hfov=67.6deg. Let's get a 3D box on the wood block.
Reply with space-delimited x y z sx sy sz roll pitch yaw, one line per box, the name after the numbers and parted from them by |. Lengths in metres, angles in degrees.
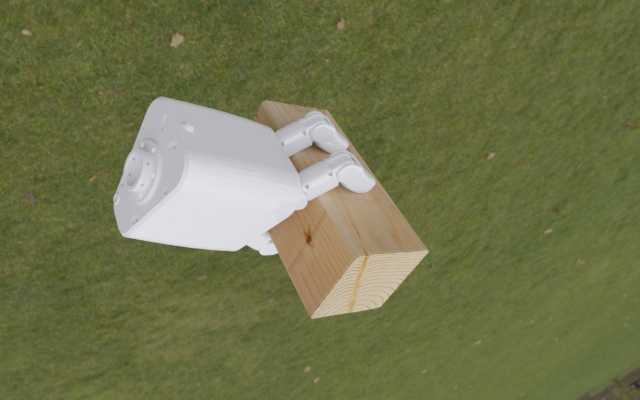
0.000 0.002 0.479 0.090 0.206 0.091 1 -45 -38 | wood block
